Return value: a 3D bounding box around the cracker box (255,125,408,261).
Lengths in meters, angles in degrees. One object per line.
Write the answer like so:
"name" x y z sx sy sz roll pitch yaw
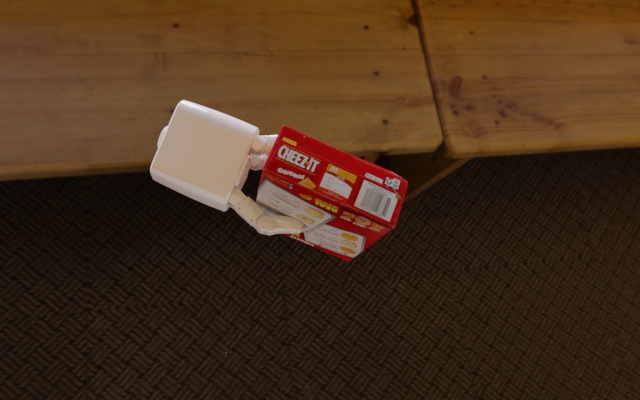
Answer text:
"cracker box" 0.000 0.002 0.636 0.164 0.072 0.214 23 -20 -3
